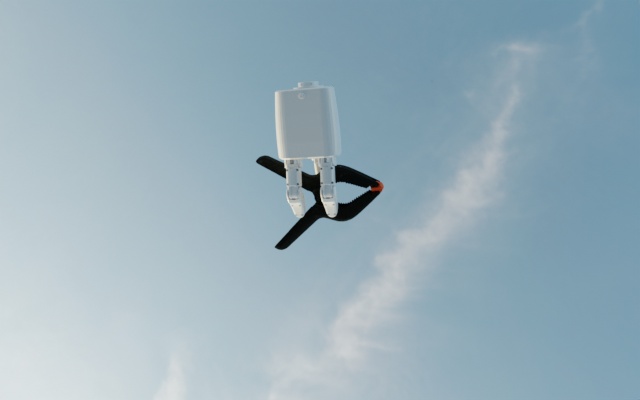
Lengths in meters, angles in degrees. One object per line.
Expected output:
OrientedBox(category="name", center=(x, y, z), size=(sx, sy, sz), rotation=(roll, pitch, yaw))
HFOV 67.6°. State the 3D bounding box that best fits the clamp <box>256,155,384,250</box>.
OrientedBox(category="clamp", center=(0.001, 0.002, 0.794), size=(0.210, 0.164, 0.036), rotation=(-2, 13, 13))
